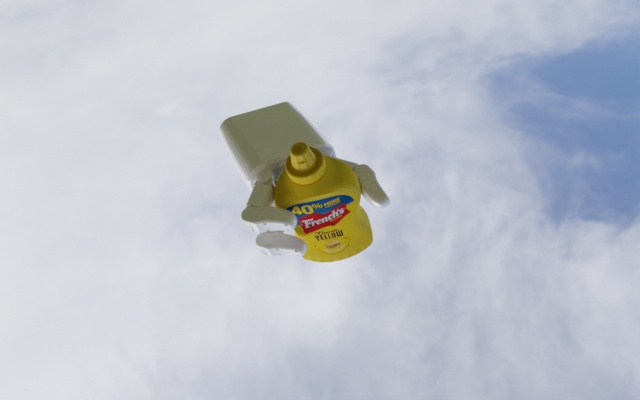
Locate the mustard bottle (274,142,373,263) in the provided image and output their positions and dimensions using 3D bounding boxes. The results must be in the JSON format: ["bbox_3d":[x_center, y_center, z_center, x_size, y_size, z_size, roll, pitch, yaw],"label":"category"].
[{"bbox_3d":[0.000,0.002,0.543,0.096,0.058,0.192,-12,-36,8],"label":"mustard bottle"}]
